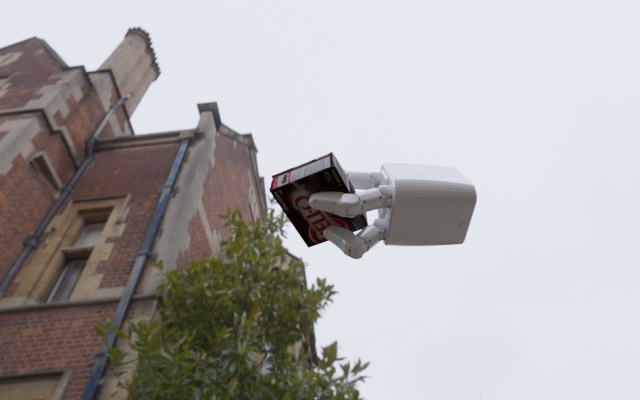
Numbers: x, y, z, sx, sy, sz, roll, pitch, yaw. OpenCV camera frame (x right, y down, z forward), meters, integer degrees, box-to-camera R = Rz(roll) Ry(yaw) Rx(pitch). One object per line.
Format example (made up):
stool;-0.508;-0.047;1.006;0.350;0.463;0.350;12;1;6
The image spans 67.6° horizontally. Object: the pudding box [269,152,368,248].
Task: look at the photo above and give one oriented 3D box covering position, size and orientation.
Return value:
pudding box;0.000;0.002;0.617;0.090;0.113;0.039;-21;34;15
